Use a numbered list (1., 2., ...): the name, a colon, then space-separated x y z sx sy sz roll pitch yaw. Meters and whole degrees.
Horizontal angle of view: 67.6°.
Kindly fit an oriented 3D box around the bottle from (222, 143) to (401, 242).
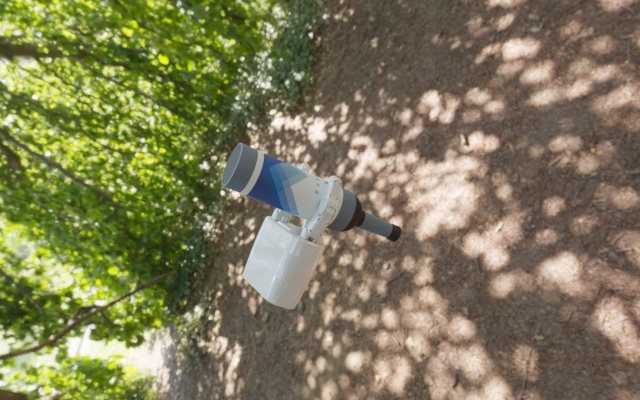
1. bottle: 0.000 0.002 0.724 0.296 0.069 0.069 23 -10 -24
